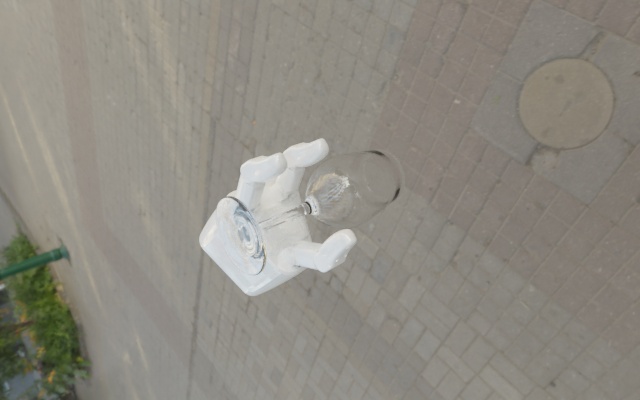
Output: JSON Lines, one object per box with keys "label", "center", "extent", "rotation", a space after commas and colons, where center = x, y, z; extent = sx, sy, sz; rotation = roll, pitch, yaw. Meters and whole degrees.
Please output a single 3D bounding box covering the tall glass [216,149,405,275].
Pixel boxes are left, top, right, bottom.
{"label": "tall glass", "center": [0.000, 0.002, 0.481], "extent": [0.201, 0.079, 0.079], "rotation": [-23, 15, -38]}
